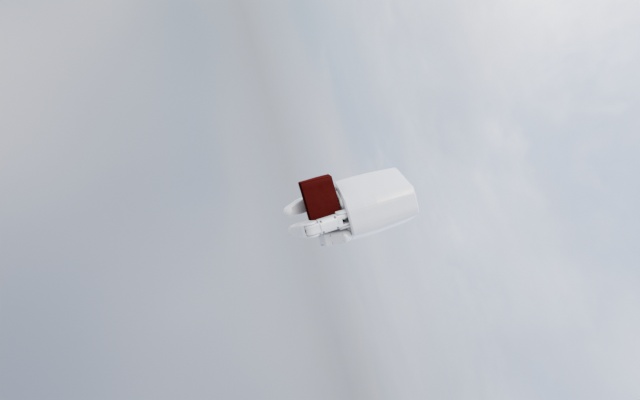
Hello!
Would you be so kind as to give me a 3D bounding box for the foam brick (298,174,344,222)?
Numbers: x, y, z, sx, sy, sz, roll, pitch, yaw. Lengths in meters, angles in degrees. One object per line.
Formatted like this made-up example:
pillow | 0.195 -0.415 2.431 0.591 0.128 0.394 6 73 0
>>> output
foam brick | 0.000 0.002 0.736 0.051 0.078 0.053 -16 8 -2
